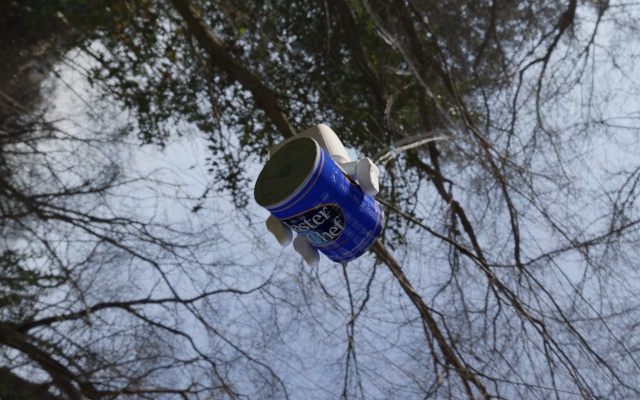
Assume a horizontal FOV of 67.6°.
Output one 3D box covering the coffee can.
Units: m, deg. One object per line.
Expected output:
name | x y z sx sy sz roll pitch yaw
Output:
coffee can | 0.000 0.002 0.609 0.103 0.102 0.140 0 -33 49
